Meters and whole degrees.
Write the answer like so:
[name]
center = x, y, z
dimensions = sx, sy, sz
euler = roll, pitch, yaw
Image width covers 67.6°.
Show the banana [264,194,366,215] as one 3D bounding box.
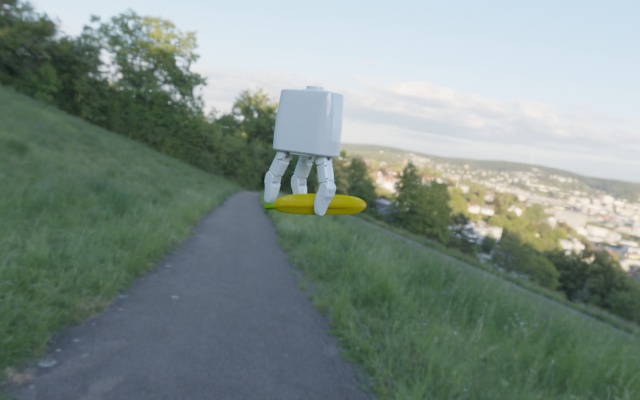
[banana]
center = 0.003, 0.005, 0.857
dimensions = 0.198, 0.037, 0.069
euler = 2, 8, -20
